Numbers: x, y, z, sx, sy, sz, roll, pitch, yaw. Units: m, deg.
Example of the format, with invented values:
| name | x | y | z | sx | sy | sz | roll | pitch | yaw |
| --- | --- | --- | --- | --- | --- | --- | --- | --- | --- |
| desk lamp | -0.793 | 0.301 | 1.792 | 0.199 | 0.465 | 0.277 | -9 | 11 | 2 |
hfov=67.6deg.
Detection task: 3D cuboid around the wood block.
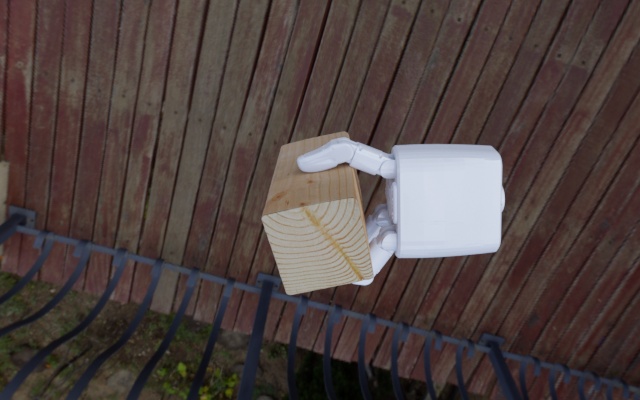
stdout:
| name | x | y | z | sx | sy | sz | roll | pitch | yaw |
| --- | --- | --- | --- | --- | --- | --- | --- | --- | --- |
| wood block | 0.000 | 0.001 | 0.535 | 0.090 | 0.091 | 0.206 | -12 | 24 | 6 |
